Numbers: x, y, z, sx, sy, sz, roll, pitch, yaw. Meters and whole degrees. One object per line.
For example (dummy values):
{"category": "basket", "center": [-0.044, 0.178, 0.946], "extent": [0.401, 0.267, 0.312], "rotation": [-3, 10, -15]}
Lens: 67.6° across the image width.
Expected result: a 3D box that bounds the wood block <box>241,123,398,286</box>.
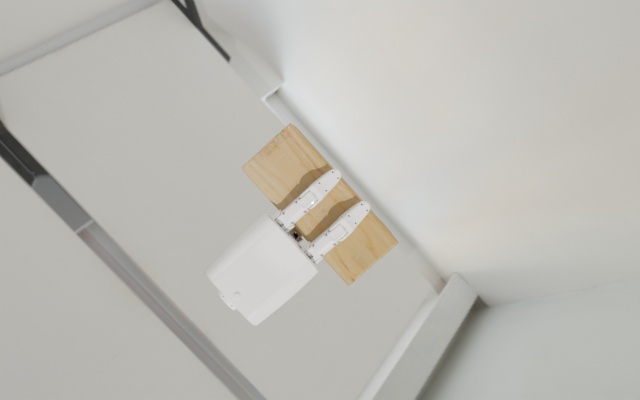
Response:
{"category": "wood block", "center": [0.000, 0.002, 0.652], "extent": [0.090, 0.206, 0.091], "rotation": [-42, 4, 4]}
